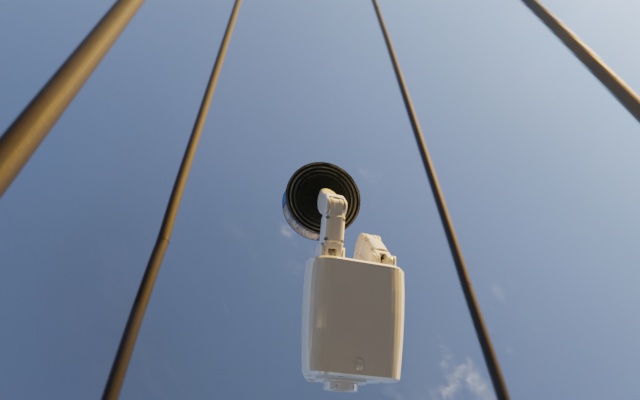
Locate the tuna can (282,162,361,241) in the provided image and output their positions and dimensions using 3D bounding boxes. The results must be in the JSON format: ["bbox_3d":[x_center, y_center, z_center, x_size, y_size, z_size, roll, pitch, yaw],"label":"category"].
[{"bbox_3d":[0.000,0.002,0.544,0.086,0.086,0.034,0,-20,-14],"label":"tuna can"}]
